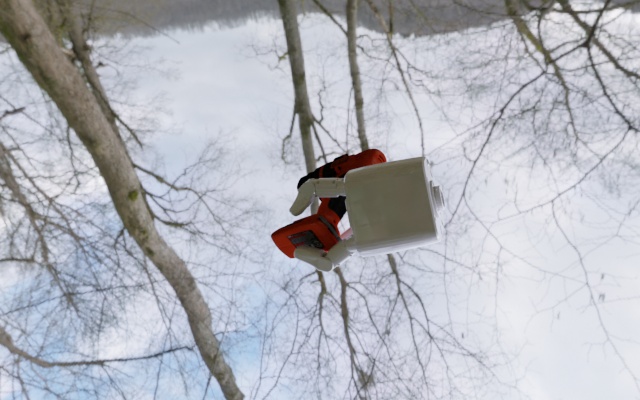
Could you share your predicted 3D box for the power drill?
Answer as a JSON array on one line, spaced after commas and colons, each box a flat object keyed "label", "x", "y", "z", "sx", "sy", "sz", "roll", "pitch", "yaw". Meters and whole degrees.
[{"label": "power drill", "x": 0.000, "y": 0.003, "z": 0.736, "sx": 0.184, "sy": 0.057, "sz": 0.187, "roll": -20, "pitch": 29, "yaw": 44}]
